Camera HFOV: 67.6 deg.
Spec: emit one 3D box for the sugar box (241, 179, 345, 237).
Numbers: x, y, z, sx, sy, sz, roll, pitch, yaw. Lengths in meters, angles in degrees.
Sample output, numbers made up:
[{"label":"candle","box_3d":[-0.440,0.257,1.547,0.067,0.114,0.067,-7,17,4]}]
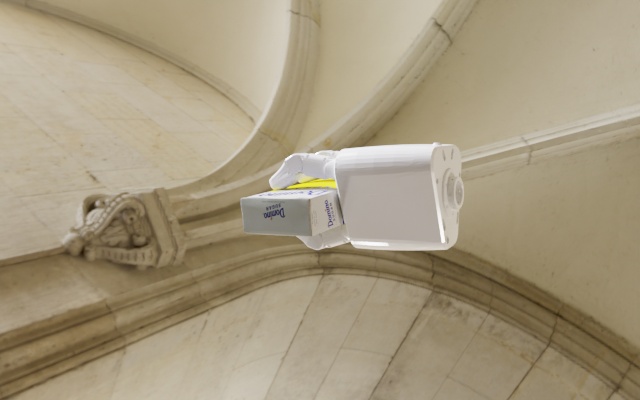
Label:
[{"label":"sugar box","box_3d":[0.000,0.001,0.561,0.093,0.048,0.176,0,7,33]}]
